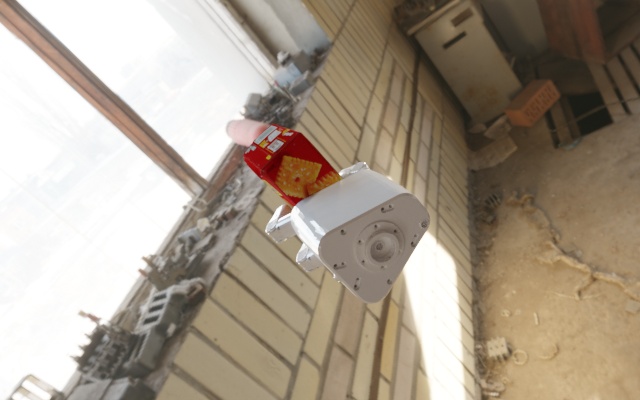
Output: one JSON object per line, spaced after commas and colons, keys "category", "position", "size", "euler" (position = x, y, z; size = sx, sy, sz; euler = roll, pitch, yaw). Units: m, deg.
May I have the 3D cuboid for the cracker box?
{"category": "cracker box", "position": [0.000, 0.002, 0.630], "size": [0.214, 0.072, 0.164], "euler": [47, -4, -21]}
